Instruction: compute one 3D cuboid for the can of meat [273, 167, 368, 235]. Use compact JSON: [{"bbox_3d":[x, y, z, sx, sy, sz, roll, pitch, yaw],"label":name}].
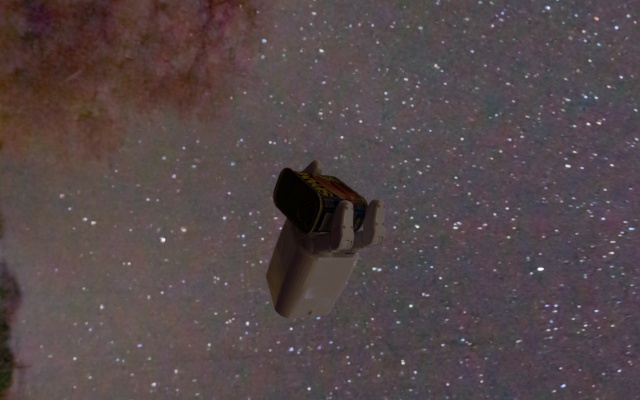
[{"bbox_3d":[0.000,0.002,0.629,0.084,0.057,0.102,5,25,-39],"label":"can of meat"}]
